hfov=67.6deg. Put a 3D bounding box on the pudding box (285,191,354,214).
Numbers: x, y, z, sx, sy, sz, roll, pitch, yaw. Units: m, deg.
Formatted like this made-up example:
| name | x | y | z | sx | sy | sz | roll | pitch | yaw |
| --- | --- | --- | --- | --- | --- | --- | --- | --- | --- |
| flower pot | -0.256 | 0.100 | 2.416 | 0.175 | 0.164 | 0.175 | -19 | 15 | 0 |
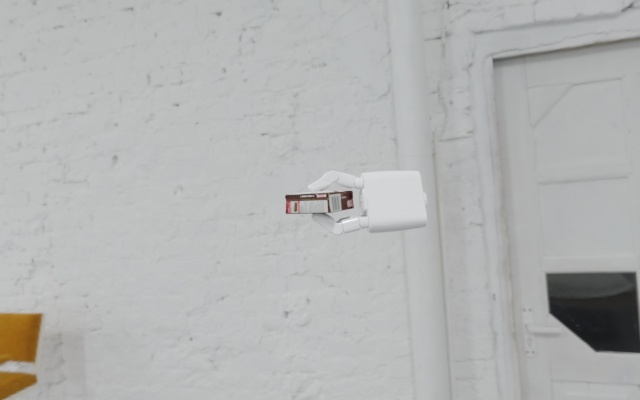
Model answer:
| name | x | y | z | sx | sy | sz | roll | pitch | yaw |
| --- | --- | --- | --- | --- | --- | --- | --- | --- | --- |
| pudding box | 0.000 | 0.003 | 0.874 | 0.090 | 0.039 | 0.113 | -3 | 0 | 25 |
